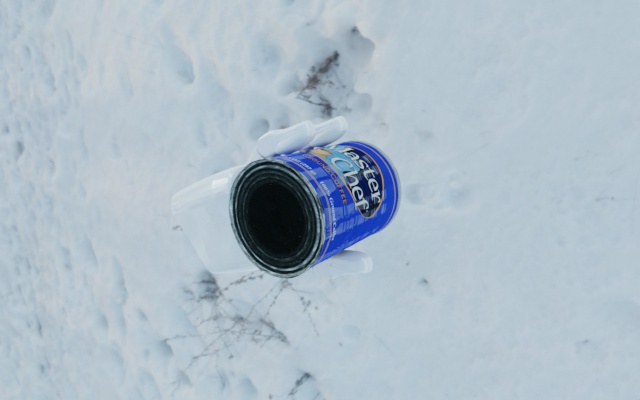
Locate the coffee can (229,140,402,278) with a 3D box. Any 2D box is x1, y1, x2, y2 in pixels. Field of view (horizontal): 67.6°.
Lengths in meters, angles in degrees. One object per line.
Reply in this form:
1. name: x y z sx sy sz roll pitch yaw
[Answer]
1. coffee can: 0.000 0.001 0.450 0.103 0.103 0.140 0 12 35
